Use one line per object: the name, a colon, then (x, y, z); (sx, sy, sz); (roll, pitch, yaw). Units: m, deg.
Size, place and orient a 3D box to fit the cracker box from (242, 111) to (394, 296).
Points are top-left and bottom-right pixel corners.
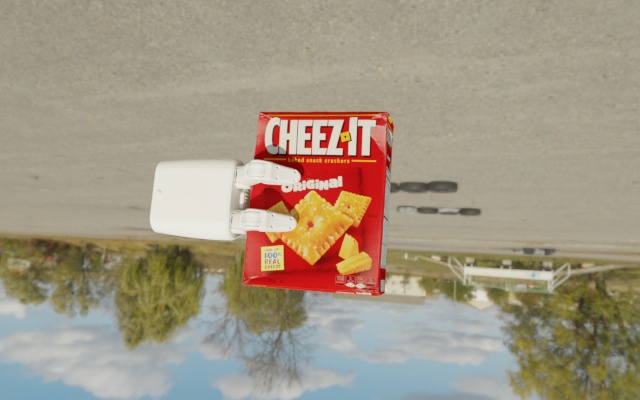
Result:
cracker box: (0.000, 0.002, 0.581); (0.164, 0.213, 0.072); (2, -8, 13)
